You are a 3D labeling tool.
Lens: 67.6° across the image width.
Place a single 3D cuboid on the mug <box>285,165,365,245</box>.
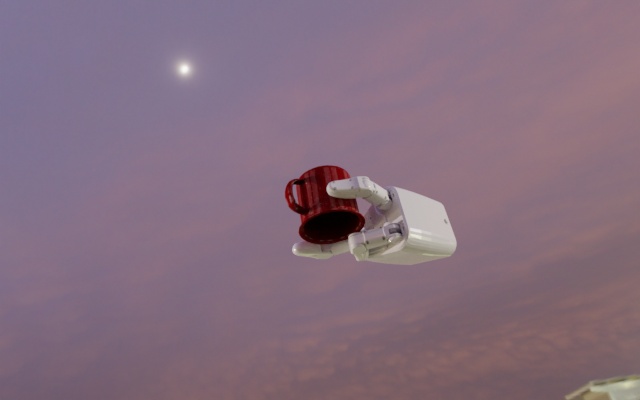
[{"bbox_3d":[-0.001,0.002,0.670,0.117,0.081,0.093,14,-40,-33],"label":"mug"}]
